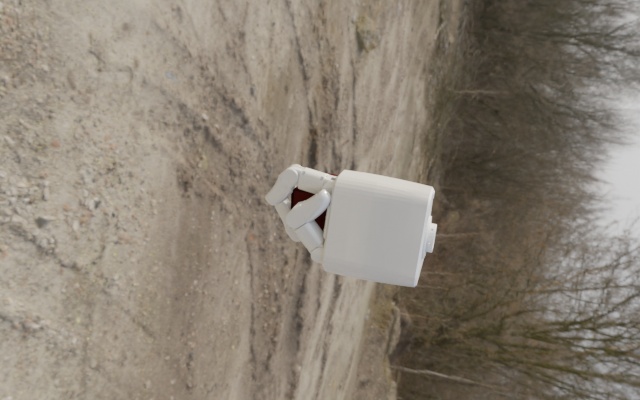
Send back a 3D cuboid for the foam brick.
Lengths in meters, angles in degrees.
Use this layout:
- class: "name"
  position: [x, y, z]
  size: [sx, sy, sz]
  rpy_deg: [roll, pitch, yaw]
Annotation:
- class: "foam brick"
  position: [0.000, 0.002, 0.594]
  size: [0.051, 0.053, 0.078]
  rpy_deg: [10, 24, 16]
